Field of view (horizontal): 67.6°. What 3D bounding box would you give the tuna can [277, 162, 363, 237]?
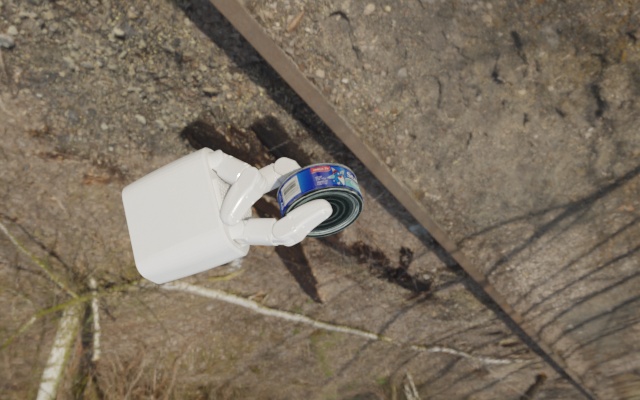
[{"bbox_3d":[0.000,0.002,0.490,0.086,0.033,0.086,-10,-36,-8],"label":"tuna can"}]
